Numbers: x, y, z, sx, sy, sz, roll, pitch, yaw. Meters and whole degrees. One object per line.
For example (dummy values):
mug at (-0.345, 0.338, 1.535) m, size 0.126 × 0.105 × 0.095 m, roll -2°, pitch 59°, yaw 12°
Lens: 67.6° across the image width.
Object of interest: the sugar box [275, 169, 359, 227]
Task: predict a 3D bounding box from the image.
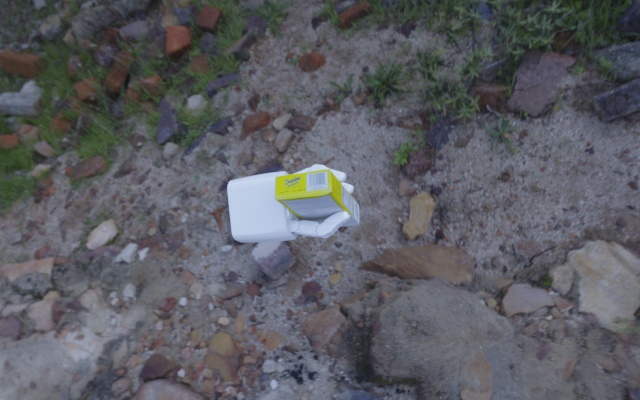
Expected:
sugar box at (0.000, 0.002, 0.802) m, size 0.093 × 0.048 × 0.176 m, roll -6°, pitch -18°, yaw 17°
